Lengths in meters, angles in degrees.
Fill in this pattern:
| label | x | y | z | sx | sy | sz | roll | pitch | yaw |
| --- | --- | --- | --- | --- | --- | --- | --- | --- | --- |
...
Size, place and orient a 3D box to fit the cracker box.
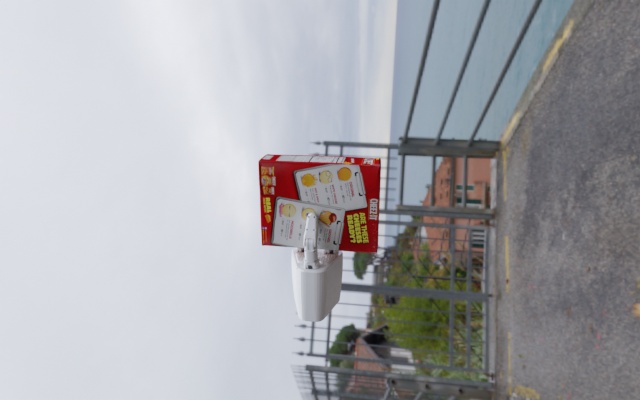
| label | x | y | z | sx | sy | sz | roll | pitch | yaw |
| --- | --- | --- | --- | --- | --- | --- | --- | --- | --- |
| cracker box | 0.000 | 0.003 | 0.865 | 0.213 | 0.164 | 0.072 | 3 | 19 | 8 |
